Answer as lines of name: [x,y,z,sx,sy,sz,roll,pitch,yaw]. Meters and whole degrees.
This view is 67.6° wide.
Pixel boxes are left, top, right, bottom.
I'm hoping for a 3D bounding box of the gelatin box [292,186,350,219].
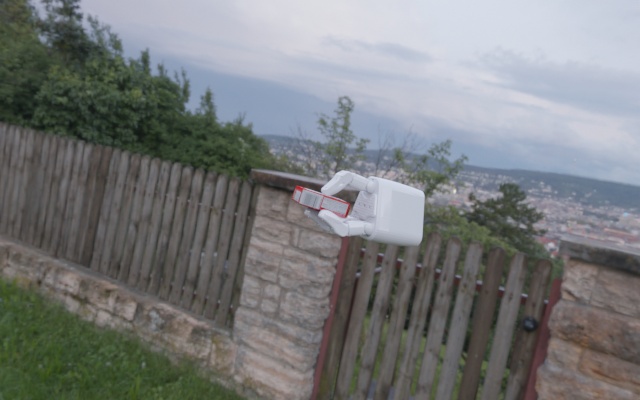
gelatin box: [0.000,0.002,0.830,0.089,0.030,0.073,18,2,-13]
